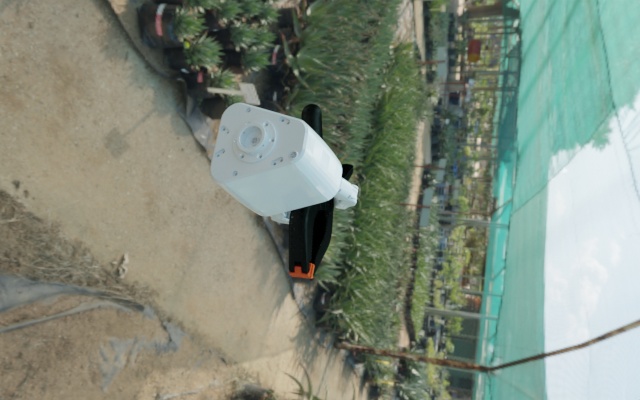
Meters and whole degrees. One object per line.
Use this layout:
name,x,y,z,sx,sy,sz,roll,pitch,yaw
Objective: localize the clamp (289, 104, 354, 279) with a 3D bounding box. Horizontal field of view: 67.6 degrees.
clamp,0.001,0.003,0.634,0.036,0.210,0.165,2,-18,24
